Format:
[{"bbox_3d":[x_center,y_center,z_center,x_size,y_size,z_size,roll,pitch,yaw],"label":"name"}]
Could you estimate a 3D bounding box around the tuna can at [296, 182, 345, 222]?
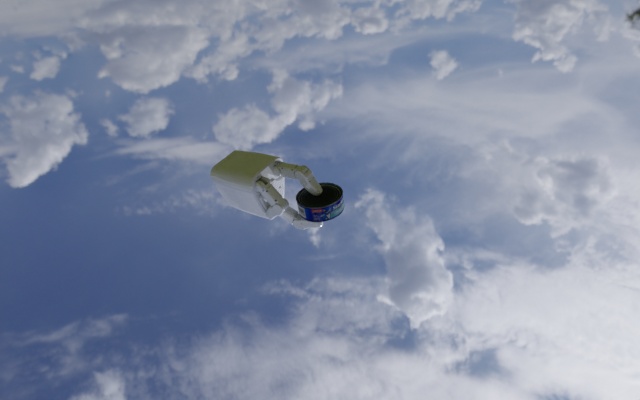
[{"bbox_3d":[0.000,0.003,0.865,0.086,0.034,0.086,-7,31,4],"label":"tuna can"}]
